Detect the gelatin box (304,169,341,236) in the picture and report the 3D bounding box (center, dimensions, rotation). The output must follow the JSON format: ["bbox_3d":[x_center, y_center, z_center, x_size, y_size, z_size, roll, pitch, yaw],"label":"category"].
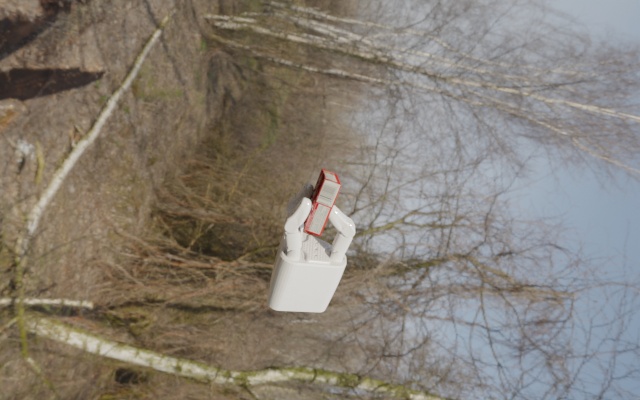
[{"bbox_3d":[0.001,0.002,0.739,0.030,0.089,0.073,20,14,-8],"label":"gelatin box"}]
